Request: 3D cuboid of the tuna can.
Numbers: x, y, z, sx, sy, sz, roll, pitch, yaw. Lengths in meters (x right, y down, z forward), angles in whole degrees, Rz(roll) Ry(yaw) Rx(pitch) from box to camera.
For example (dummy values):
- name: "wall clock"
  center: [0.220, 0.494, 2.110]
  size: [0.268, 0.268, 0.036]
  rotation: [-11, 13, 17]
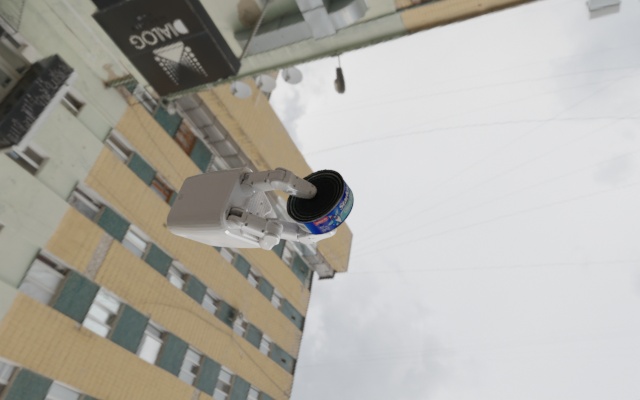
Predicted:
- name: "tuna can"
  center: [0.000, 0.002, 0.626]
  size: [0.086, 0.086, 0.034]
  rotation: [0, -36, 37]
